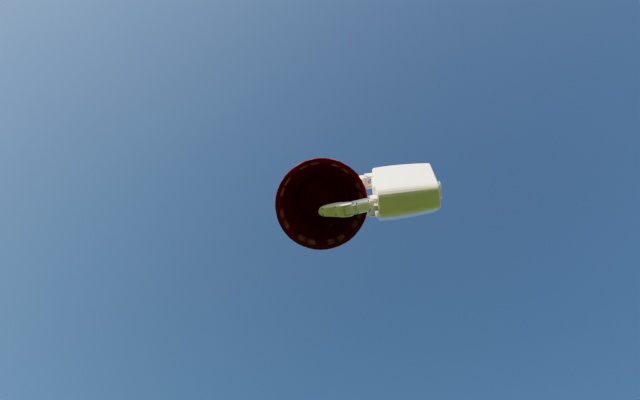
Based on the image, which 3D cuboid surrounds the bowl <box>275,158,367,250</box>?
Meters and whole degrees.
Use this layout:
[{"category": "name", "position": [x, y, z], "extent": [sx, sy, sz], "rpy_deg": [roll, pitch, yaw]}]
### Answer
[{"category": "bowl", "position": [-0.001, 0.003, 0.845], "extent": [0.162, 0.162, 0.055], "rpy_deg": [0, 11, -6]}]
